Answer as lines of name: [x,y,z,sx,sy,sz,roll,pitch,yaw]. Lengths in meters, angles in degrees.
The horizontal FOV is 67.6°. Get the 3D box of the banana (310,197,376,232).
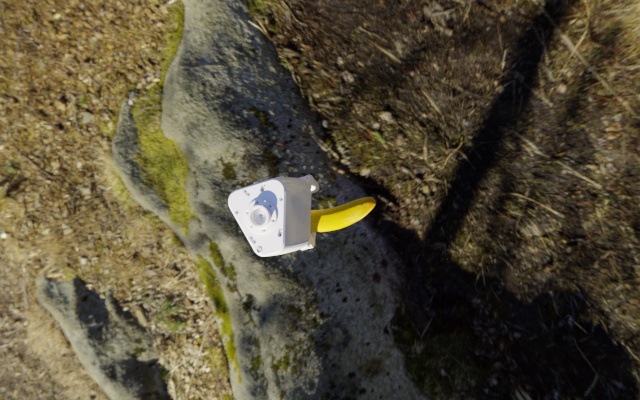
banana: [-0.005,0.021,0.820,0.198,0.069,0.037,5,-3,19]
